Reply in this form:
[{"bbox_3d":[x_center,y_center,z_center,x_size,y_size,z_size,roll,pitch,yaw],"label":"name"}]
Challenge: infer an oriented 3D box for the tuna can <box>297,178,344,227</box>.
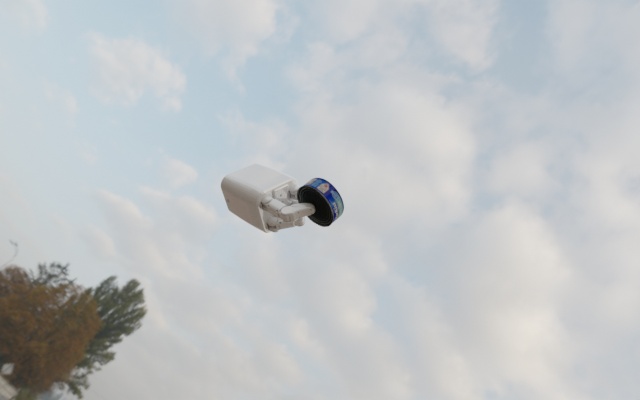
[{"bbox_3d":[0.001,0.003,0.849,0.033,0.086,0.086,-39,23,-32],"label":"tuna can"}]
